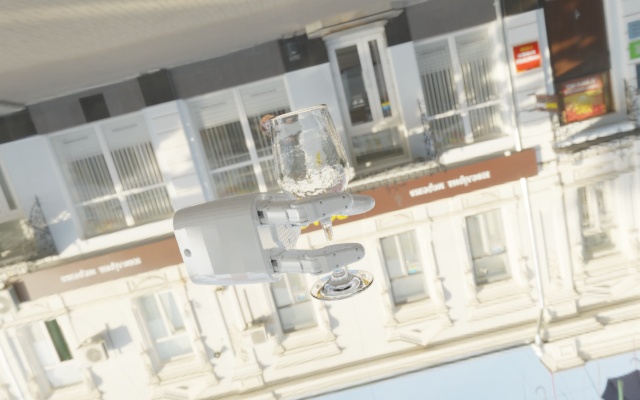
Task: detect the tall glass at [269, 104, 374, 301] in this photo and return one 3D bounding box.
[{"bbox_3d":[0.000,0.002,0.517,0.079,0.201,0.079,-13,13,3],"label":"tall glass"}]
